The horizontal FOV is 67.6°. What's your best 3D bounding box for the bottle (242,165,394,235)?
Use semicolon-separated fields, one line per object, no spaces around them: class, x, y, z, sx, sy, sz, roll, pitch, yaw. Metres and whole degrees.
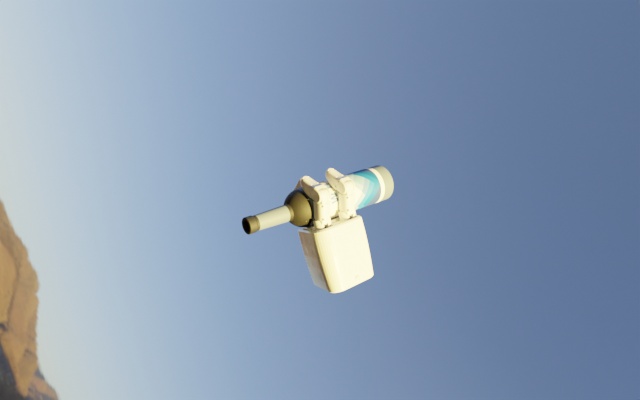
bottle;0.000;0.003;0.813;0.295;0.069;0.069;-18;11;-36
